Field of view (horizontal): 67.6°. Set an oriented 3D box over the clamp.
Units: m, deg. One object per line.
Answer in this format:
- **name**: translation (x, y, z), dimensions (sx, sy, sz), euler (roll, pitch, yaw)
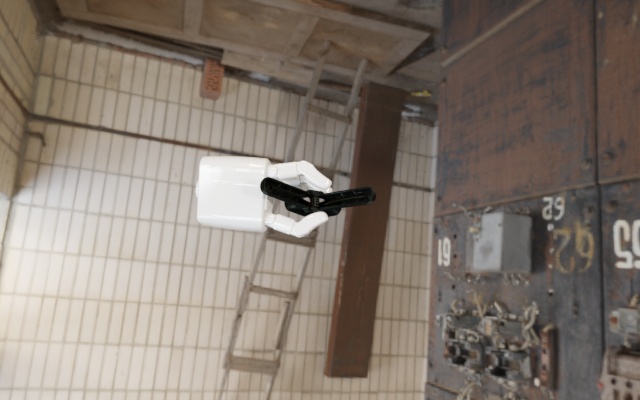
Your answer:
- **clamp**: translation (0.000, 0.003, 0.759), dimensions (0.164, 0.036, 0.210), euler (5, -11, 3)
